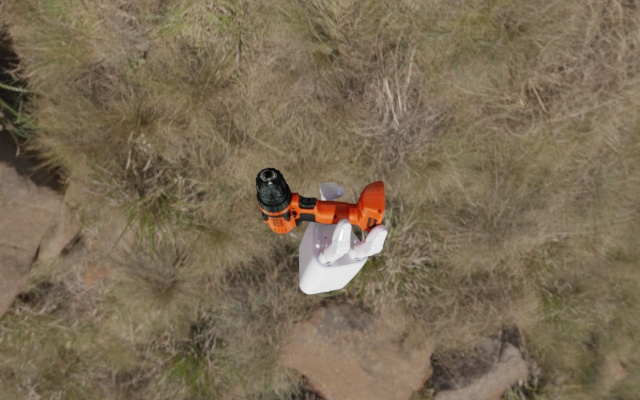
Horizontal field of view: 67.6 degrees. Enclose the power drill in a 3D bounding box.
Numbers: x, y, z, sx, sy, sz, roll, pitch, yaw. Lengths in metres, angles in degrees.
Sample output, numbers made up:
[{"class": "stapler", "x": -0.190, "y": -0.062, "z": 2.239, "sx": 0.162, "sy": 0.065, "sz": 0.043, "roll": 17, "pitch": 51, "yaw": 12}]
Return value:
[{"class": "power drill", "x": 0.001, "y": 0.003, "z": 0.720, "sx": 0.187, "sy": 0.057, "sz": 0.184, "roll": 3, "pitch": -21, "yaw": 3}]
